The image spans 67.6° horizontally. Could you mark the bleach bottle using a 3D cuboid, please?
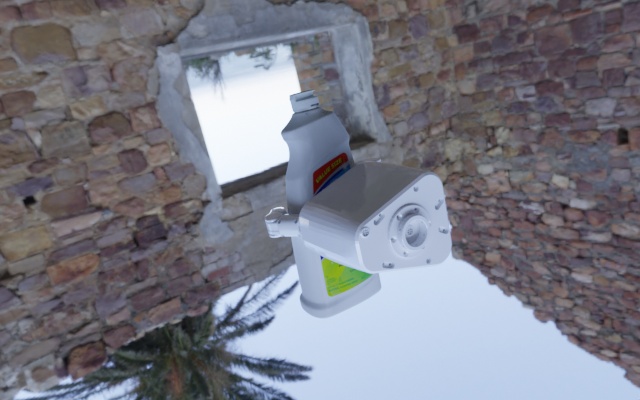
[{"bbox_3d":[0.000,0.002,0.552,0.102,0.251,0.068,-20,17,-25],"label":"bleach bottle"}]
